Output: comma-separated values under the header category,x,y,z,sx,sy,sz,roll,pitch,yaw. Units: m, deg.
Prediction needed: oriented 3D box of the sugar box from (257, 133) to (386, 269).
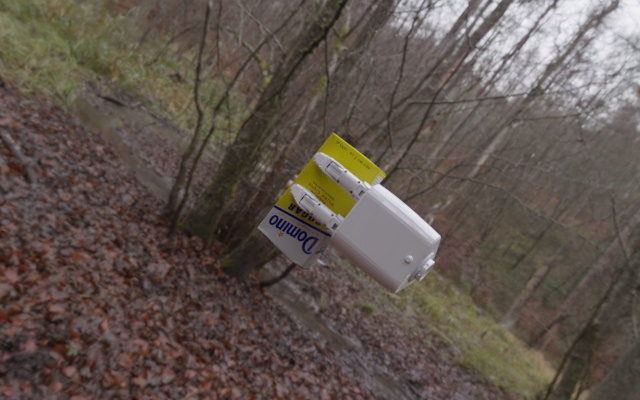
category,x,y,z,sx,sy,sz,roll,pitch,yaw
sugar box,0.000,0.002,0.677,0.093,0.176,0.048,40,4,20
